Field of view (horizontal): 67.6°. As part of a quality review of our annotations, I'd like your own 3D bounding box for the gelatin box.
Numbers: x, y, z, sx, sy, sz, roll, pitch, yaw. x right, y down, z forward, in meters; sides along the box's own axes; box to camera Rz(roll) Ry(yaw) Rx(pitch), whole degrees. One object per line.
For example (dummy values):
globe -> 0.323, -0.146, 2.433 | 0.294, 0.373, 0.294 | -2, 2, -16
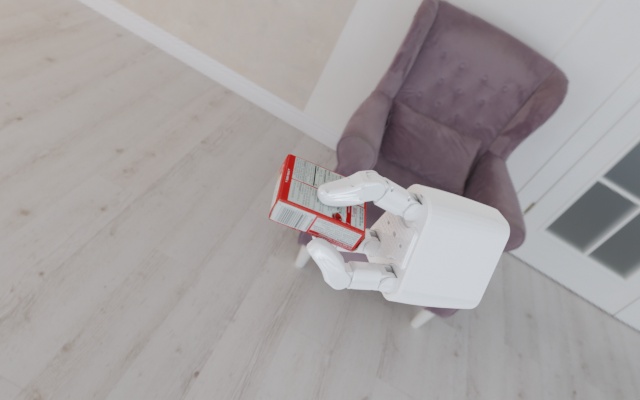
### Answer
gelatin box -> 0.000, 0.001, 0.455 | 0.089, 0.030, 0.073 | 22, 38, -13
